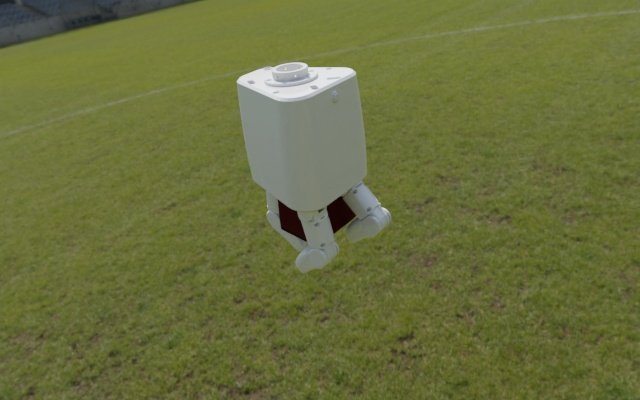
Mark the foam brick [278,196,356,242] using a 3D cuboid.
[{"bbox_3d":[0.000,0.002,0.508,0.053,0.051,0.078,23,41,33],"label":"foam brick"}]
